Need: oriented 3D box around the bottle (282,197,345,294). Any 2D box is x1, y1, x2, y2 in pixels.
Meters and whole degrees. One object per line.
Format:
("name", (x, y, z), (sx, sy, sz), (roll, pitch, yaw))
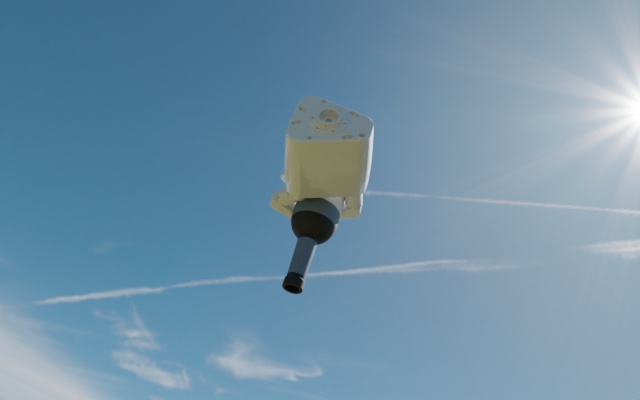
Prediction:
("bottle", (0.000, 0.002, 0.699), (0.069, 0.295, 0.069), (11, -38, 9))
